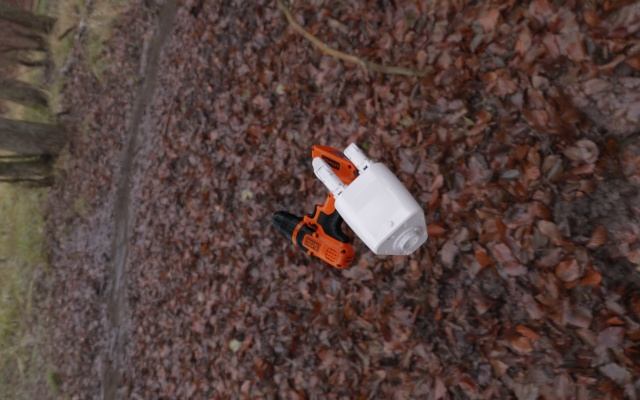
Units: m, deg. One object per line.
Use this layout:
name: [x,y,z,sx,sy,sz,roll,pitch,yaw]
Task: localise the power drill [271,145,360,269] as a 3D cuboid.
power drill: [0.000,0.002,0.835,0.184,0.188,0.057,27,20,32]
